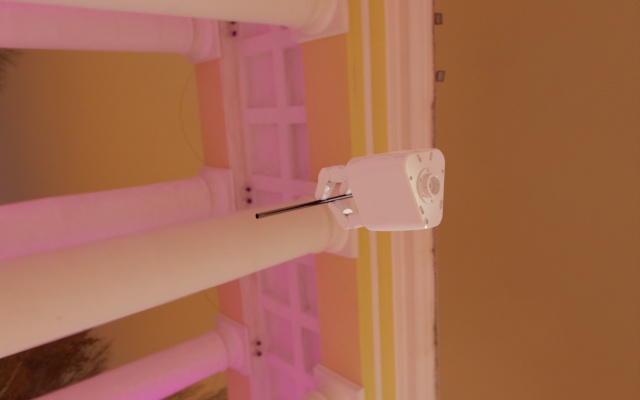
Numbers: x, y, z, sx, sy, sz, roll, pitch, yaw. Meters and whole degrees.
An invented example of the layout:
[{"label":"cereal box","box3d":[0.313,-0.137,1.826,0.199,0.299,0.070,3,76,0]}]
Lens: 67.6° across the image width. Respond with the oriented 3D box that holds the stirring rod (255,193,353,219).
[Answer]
[{"label":"stirring rod","box3d":[0.000,0.003,0.746,0.239,0.011,0.011,-12,8,-41]}]
